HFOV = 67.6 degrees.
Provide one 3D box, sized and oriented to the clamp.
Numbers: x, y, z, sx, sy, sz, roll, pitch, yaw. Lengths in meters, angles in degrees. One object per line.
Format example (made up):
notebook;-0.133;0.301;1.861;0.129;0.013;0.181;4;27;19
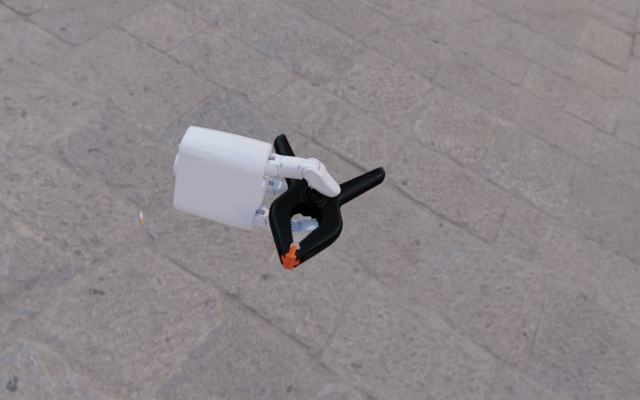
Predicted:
clamp;0.000;0.002;0.623;0.164;0.209;0.036;13;-42;-2
